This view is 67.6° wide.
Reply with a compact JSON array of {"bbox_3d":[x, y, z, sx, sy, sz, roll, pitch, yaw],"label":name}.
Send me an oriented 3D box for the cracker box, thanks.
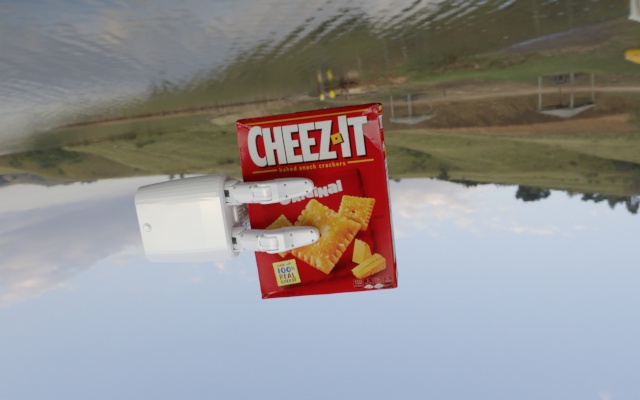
[{"bbox_3d":[0.000,0.002,0.561,0.164,0.214,0.072,-5,11,9],"label":"cracker box"}]
